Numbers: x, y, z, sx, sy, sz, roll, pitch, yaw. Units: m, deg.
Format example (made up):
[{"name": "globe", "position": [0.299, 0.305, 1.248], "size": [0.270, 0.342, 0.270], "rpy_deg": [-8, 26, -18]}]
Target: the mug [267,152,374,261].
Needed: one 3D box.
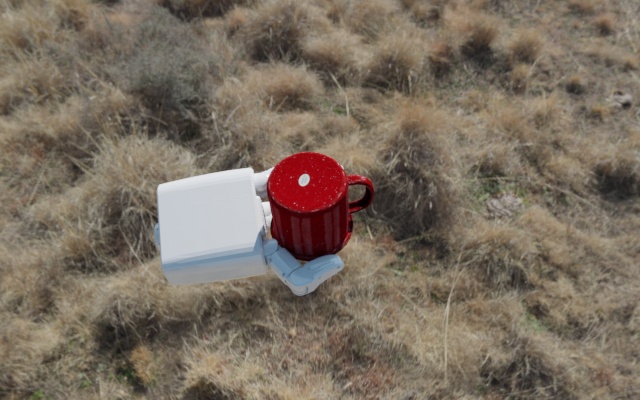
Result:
[{"name": "mug", "position": [0.002, 0.001, 0.501], "size": [0.117, 0.093, 0.082], "rpy_deg": [-11, -36, -5]}]
